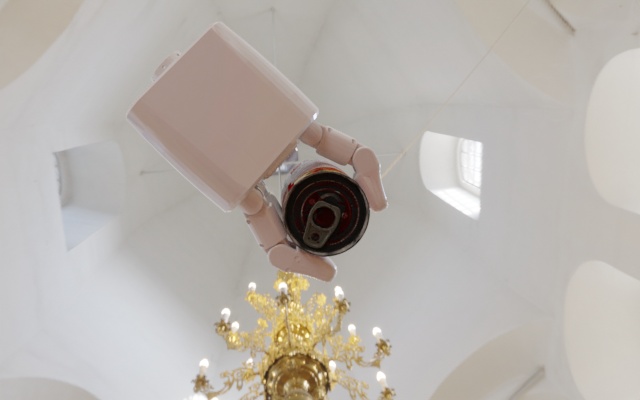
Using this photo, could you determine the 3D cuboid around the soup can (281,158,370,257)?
[{"bbox_3d":[0.000,0.002,0.416,0.068,0.068,0.102,0,11,-5],"label":"soup can"}]
